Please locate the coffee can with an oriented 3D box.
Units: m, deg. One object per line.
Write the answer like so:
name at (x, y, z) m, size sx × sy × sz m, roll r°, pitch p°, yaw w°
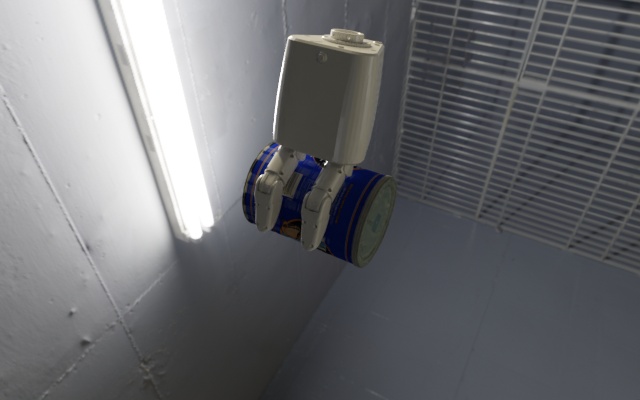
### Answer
coffee can at (0.000, 0.002, 0.531) m, size 0.140 × 0.103 × 0.103 m, roll 20°, pitch 7°, yaw 21°
